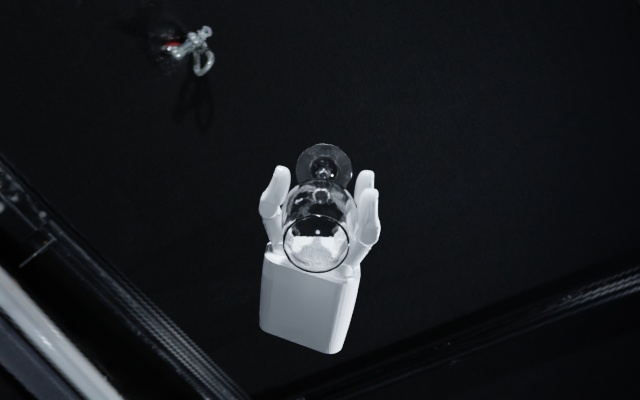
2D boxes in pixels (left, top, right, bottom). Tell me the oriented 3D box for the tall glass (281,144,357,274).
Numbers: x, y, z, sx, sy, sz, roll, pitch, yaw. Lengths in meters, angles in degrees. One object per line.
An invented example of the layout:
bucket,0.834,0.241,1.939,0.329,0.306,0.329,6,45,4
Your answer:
tall glass,0.000,0.001,0.529,0.079,0.079,0.201,0,23,3
